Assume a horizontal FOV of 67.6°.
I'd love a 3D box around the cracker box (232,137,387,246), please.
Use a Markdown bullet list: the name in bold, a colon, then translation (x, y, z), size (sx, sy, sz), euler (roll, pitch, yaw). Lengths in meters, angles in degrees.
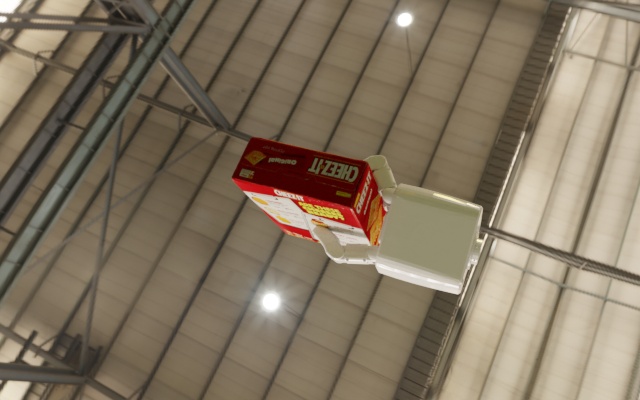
- **cracker box**: translation (0.000, 0.002, 0.663), size (0.164, 0.072, 0.214), euler (14, -18, 21)
